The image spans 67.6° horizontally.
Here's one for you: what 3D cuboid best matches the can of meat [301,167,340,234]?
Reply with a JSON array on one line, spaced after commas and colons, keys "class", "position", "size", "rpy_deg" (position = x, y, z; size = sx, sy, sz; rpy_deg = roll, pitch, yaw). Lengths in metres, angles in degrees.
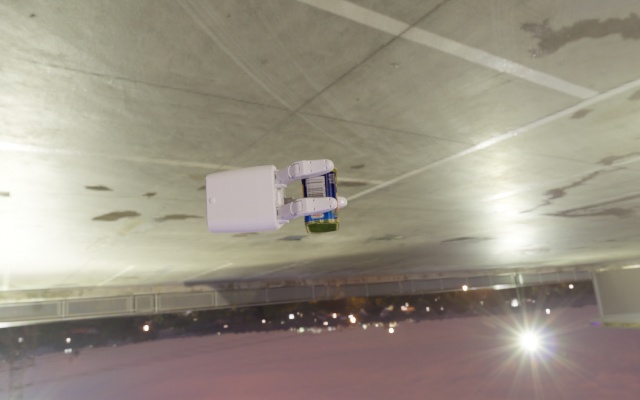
[{"class": "can of meat", "position": [0.000, 0.003, 0.731], "size": [0.057, 0.084, 0.102], "rpy_deg": [-4, -12, 1]}]
